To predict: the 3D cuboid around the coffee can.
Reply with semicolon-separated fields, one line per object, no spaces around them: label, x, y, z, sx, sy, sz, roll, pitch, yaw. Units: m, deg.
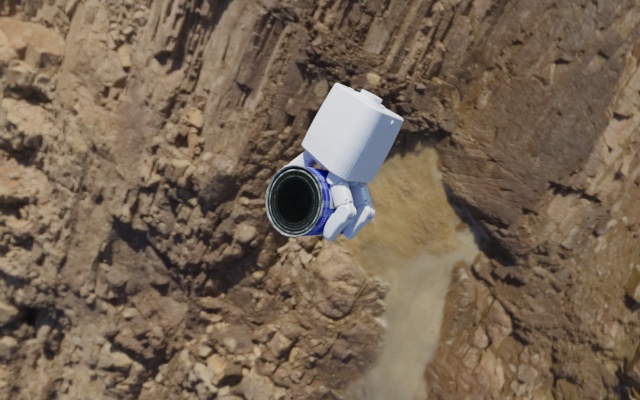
coffee can;0.000;0.003;0.728;0.103;0.103;0.140;0;-1;34
